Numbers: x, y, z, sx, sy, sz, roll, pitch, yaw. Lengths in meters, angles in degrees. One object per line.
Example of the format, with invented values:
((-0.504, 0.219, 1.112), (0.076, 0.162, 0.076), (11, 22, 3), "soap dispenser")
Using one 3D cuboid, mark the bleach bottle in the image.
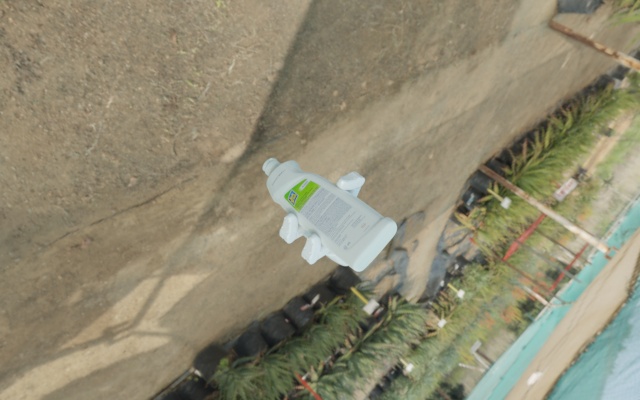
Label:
((0.000, 0.003, 0.797), (0.250, 0.102, 0.068), (40, -4, 25), "bleach bottle")
